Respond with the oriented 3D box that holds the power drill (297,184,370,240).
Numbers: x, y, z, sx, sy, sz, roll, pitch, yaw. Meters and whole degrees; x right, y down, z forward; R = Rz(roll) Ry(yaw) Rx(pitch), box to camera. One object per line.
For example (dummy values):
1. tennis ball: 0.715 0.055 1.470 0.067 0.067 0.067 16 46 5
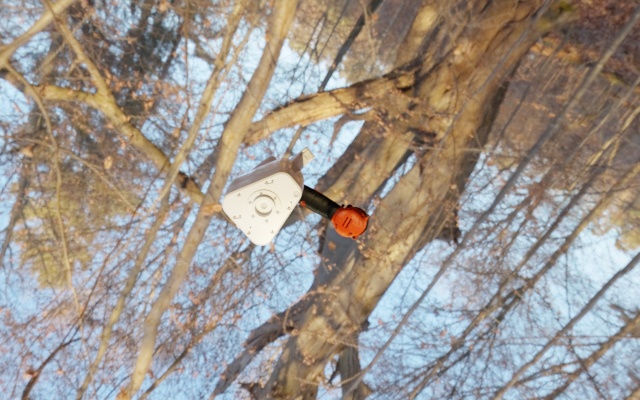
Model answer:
1. power drill: 0.000 0.003 0.841 0.187 0.057 0.184 29 1 9
